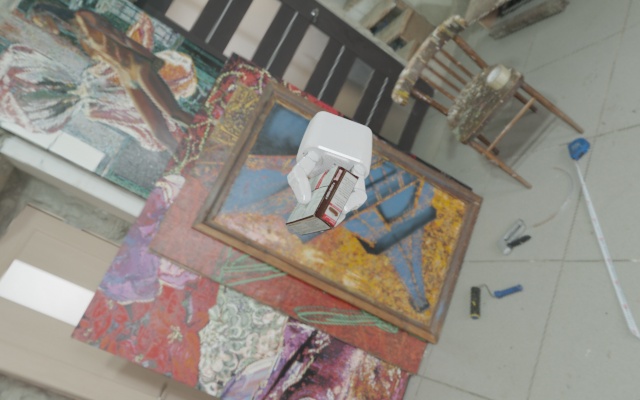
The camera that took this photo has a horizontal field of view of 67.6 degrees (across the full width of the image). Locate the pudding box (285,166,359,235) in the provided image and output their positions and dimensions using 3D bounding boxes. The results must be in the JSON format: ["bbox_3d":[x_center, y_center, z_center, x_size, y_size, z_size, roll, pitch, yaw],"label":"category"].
[{"bbox_3d":[0.000,0.002,0.713,0.039,0.090,0.113,33,-21,-15],"label":"pudding box"}]
